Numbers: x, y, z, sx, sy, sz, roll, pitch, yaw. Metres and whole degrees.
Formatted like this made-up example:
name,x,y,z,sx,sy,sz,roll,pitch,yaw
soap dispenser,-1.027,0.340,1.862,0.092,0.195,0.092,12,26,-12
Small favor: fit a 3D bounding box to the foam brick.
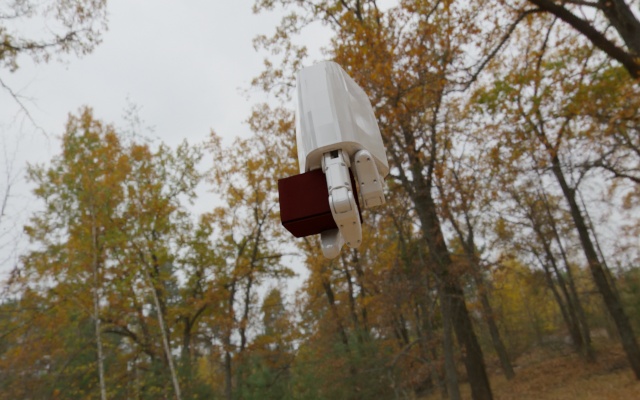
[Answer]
name,x,y,z,sx,sy,sz,roll,pitch,yaw
foam brick,0.000,0.002,0.500,0.078,0.051,0.053,-13,-23,8
